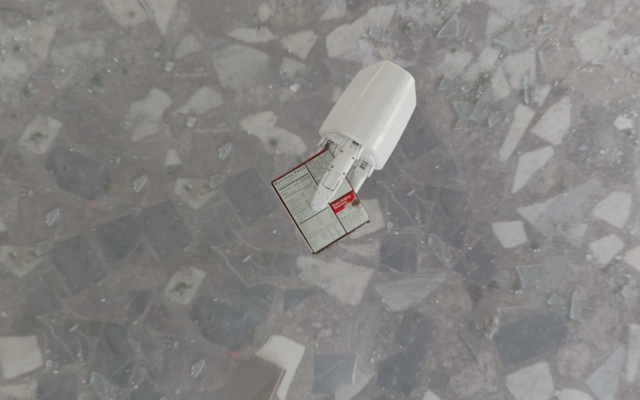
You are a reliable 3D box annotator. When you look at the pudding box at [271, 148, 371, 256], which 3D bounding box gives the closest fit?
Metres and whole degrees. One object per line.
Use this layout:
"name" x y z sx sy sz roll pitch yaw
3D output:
"pudding box" 0.000 0.002 0.625 0.090 0.113 0.039 -31 -2 -4
